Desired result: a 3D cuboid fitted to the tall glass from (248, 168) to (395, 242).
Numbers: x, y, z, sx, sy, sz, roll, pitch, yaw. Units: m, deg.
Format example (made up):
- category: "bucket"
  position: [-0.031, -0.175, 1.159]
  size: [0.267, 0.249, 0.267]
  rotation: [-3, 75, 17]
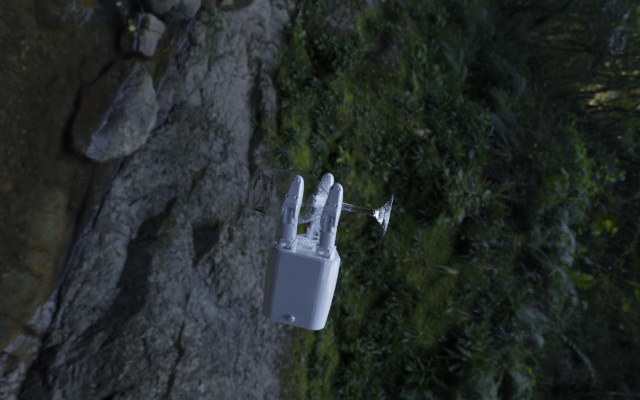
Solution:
- category: "tall glass"
  position: [0.001, 0.002, 0.686]
  size: [0.201, 0.079, 0.079]
  rotation: [12, 2, 9]
